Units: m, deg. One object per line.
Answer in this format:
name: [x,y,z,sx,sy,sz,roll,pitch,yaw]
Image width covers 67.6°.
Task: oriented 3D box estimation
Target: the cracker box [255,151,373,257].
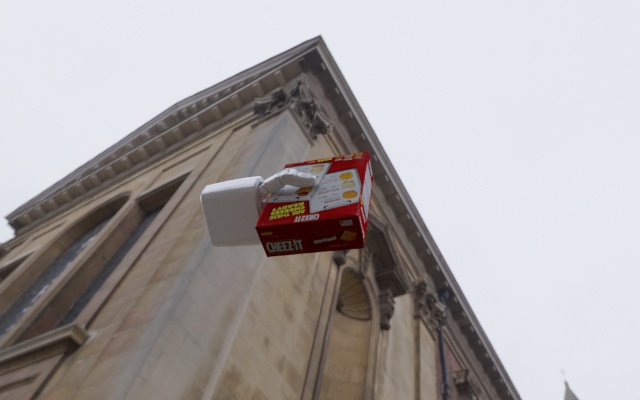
cracker box: [0.000,0.002,0.815,0.164,0.072,0.213,-7,31,15]
